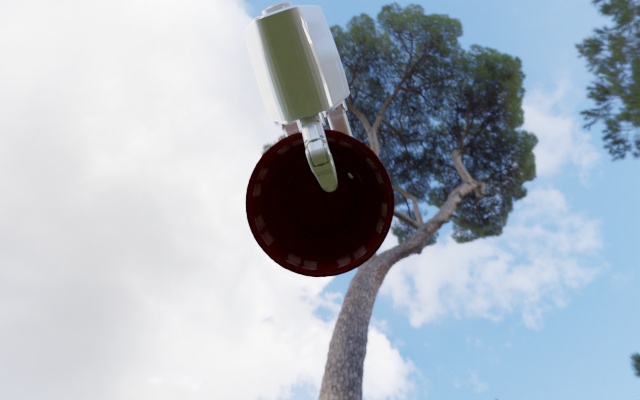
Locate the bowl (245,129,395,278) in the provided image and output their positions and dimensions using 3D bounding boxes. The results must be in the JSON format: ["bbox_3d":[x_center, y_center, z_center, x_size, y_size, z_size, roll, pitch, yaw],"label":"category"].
[{"bbox_3d":[0.000,0.003,0.539,0.162,0.162,0.055,0,6,4],"label":"bowl"}]
